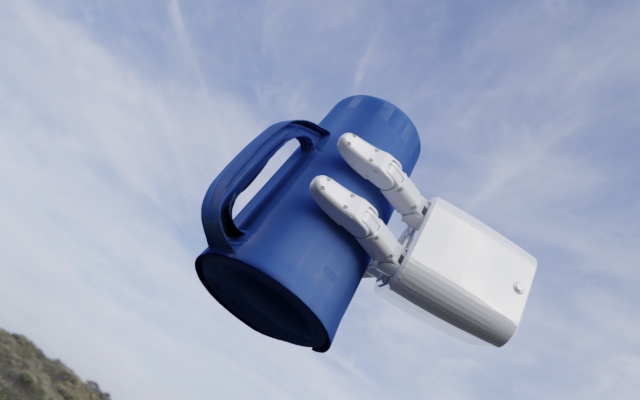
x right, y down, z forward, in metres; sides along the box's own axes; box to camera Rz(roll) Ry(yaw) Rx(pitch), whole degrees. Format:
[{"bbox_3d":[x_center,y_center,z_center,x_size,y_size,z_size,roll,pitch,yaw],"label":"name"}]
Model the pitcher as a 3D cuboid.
[{"bbox_3d":[0.000,0.002,0.450,0.145,0.242,0.149,31,-33,4],"label":"pitcher"}]
